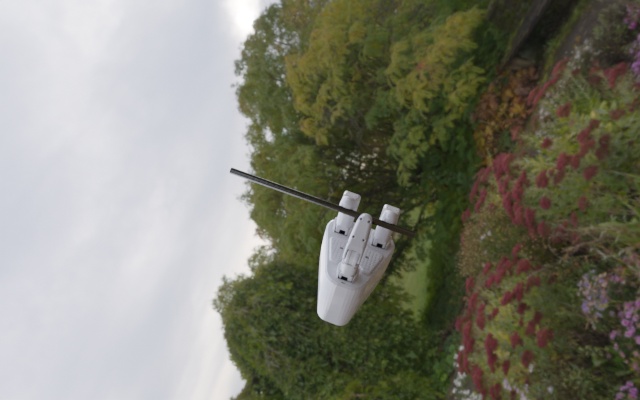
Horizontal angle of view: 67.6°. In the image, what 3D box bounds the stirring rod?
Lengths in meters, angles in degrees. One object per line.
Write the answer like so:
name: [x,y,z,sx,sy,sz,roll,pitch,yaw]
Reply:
stirring rod: [0.000,0.002,0.586,0.239,0.011,0.011,19,2,7]
